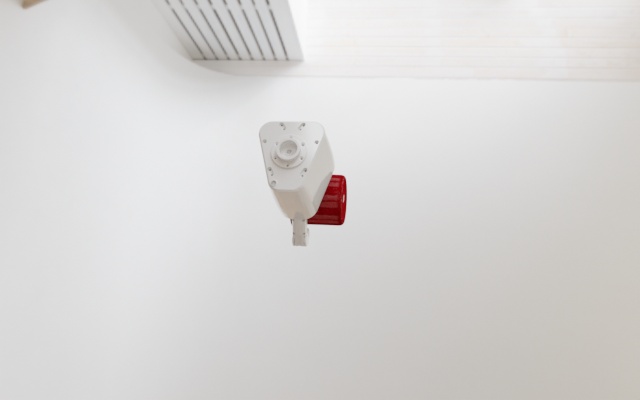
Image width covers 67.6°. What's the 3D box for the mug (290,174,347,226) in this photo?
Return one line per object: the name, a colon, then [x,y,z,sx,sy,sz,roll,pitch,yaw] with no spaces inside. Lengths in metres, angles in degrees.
mug: [0.001,0.003,0.776,0.081,0.093,0.117,2,-20,9]
